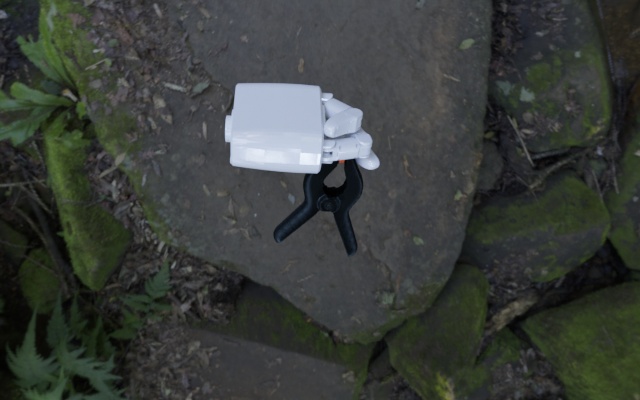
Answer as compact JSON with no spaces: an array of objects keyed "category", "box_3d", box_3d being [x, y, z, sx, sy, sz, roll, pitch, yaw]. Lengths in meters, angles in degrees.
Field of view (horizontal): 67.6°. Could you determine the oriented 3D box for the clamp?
[{"category":"clamp","box_3d":[0.000,0.002,0.641,0.120,0.172,0.039,2,29,-9]}]
